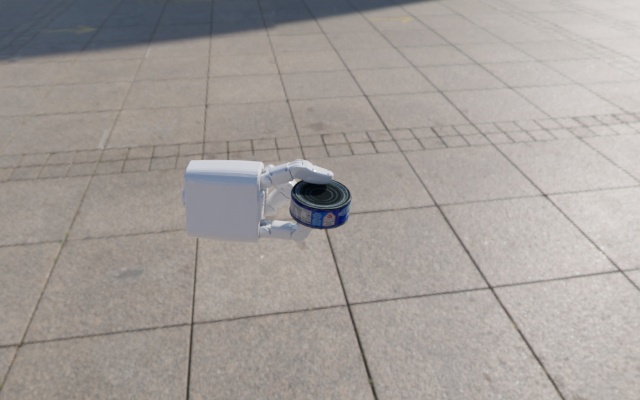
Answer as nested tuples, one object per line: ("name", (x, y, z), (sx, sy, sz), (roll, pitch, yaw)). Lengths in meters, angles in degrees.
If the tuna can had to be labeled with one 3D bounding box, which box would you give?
("tuna can", (0.000, 0.002, 0.666), (0.086, 0.034, 0.086), (5, 33, -3))
